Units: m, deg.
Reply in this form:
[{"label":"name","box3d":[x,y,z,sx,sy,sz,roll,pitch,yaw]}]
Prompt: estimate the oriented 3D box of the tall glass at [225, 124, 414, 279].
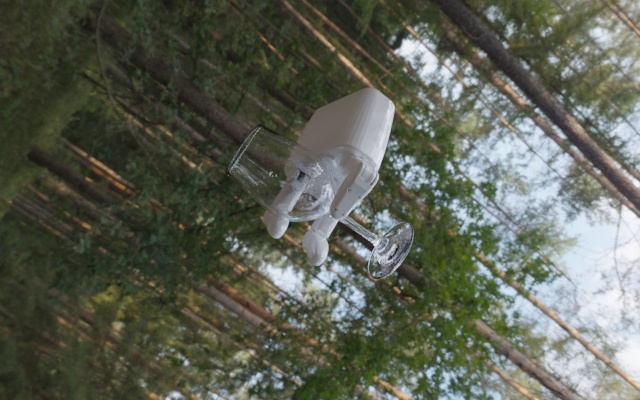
[{"label":"tall glass","box3d":[0.001,0.002,0.508,0.201,0.079,0.079,34,-11,-16]}]
